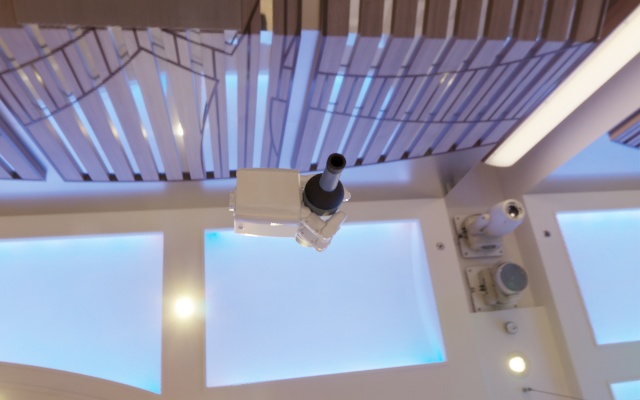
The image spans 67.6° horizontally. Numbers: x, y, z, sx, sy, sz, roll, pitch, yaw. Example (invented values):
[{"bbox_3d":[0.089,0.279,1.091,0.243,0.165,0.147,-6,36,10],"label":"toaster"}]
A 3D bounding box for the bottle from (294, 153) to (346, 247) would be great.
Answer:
[{"bbox_3d":[0.000,0.003,0.808,0.069,0.069,0.296,0,-23,-10],"label":"bottle"}]
